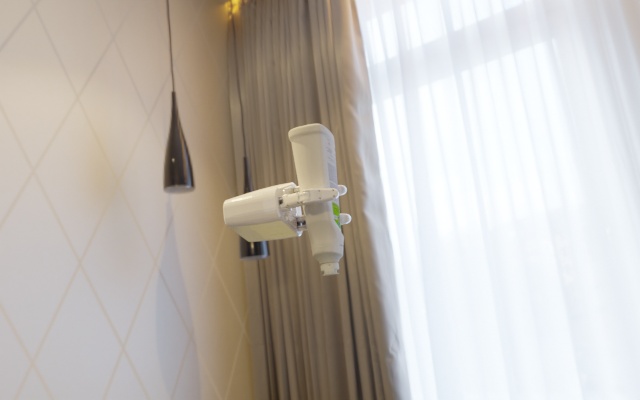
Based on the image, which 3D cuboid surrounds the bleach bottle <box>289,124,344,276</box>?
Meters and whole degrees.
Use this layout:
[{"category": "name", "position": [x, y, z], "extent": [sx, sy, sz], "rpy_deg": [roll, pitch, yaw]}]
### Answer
[{"category": "bleach bottle", "position": [0.000, 0.003, 0.826], "extent": [0.068, 0.250, 0.102], "rpy_deg": [-10, -12, 17]}]
